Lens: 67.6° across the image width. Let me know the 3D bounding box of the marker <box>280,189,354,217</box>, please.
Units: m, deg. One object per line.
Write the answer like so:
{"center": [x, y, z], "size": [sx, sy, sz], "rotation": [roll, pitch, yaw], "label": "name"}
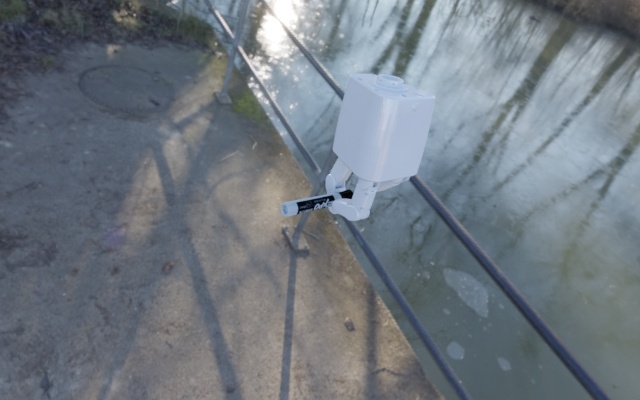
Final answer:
{"center": [0.000, 0.002, 0.651], "size": [0.121, 0.020, 0.020], "rotation": [-12, 7, -38], "label": "marker"}
